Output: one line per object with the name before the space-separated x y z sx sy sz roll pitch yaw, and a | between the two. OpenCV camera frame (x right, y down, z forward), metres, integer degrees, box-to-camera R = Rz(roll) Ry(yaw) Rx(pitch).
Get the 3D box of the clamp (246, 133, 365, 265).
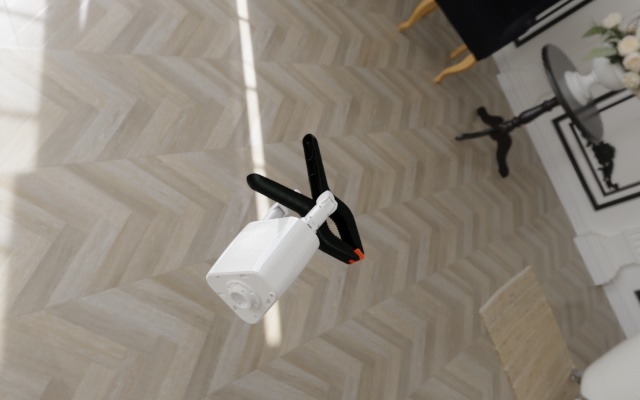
clamp | 0.001 0.003 0.722 0.036 0.210 0.164 -29 16 43
